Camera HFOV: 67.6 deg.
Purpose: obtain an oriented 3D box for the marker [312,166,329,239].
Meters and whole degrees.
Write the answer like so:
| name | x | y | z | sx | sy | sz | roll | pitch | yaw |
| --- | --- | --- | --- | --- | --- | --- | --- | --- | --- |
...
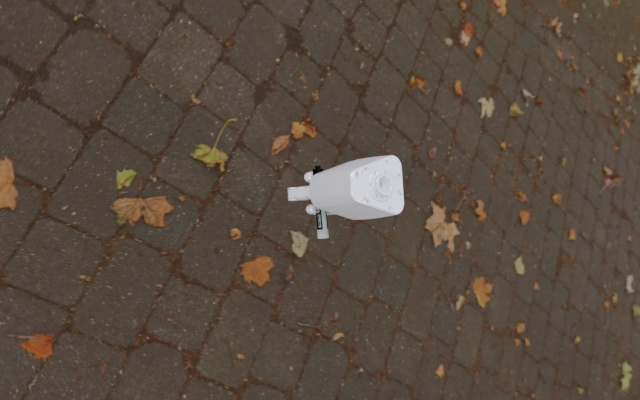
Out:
| name | x | y | z | sx | sy | sz | roll | pitch | yaw |
| --- | --- | --- | --- | --- | --- | --- | --- | --- | --- |
| marker | 0.000 | 0.003 | 0.793 | 0.020 | 0.121 | 0.020 | -4 | -1 | 0 |
